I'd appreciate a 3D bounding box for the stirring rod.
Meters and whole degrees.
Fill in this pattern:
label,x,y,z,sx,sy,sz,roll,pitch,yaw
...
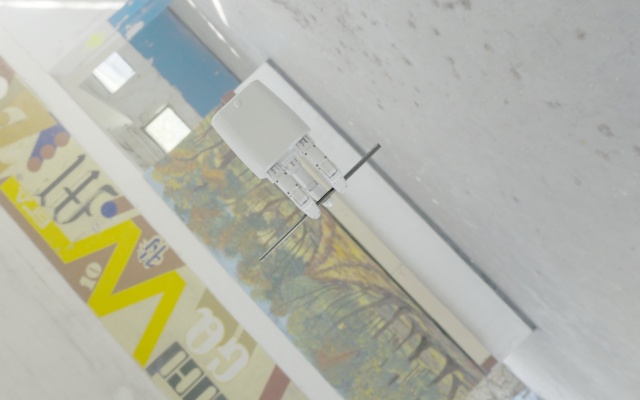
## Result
label,x,y,z,sx,sy,sz,roll,pitch,yaw
stirring rod,0.000,0.002,0.693,0.239,0.011,0.011,-44,3,-3
